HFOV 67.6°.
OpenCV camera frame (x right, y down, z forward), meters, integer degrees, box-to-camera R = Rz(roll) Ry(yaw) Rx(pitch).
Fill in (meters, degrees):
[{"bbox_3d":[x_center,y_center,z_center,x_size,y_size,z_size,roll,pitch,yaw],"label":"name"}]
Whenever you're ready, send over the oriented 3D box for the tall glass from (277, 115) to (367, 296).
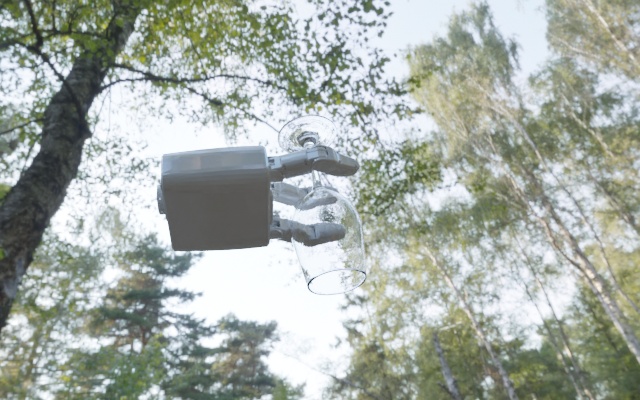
[{"bbox_3d":[0.000,0.001,0.536,0.079,0.201,0.079,-8,-33,-6],"label":"tall glass"}]
